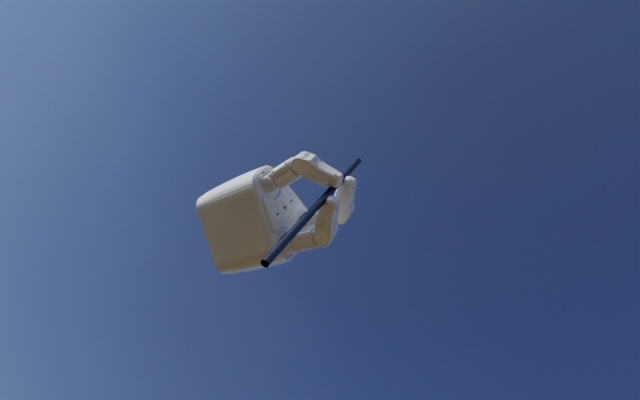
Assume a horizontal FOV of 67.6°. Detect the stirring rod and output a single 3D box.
[{"bbox_3d":[0.000,0.002,0.500,0.011,0.011,0.239,0,25,26],"label":"stirring rod"}]
